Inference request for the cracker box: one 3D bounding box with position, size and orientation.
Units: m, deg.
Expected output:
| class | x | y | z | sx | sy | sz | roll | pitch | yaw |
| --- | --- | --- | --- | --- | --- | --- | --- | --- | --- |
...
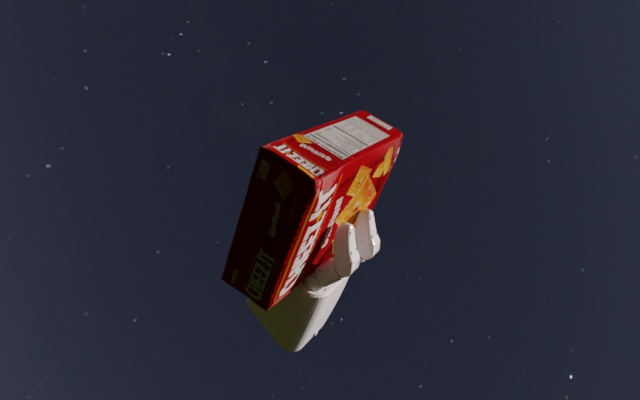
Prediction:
| class | x | y | z | sx | sy | sz | roll | pitch | yaw |
| --- | --- | --- | --- | --- | --- | --- | --- | --- | --- |
| cracker box | 0.000 | 0.002 | 0.534 | 0.072 | 0.164 | 0.213 | 32 | 32 | 18 |
